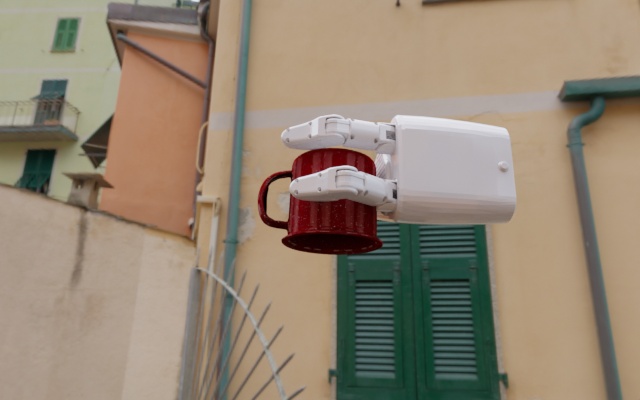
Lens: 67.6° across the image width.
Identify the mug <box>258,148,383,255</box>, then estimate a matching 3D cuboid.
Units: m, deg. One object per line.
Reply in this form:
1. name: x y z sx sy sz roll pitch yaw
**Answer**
1. mug: -0.001 0.001 0.448 0.117 0.081 0.093 4 -18 -6
